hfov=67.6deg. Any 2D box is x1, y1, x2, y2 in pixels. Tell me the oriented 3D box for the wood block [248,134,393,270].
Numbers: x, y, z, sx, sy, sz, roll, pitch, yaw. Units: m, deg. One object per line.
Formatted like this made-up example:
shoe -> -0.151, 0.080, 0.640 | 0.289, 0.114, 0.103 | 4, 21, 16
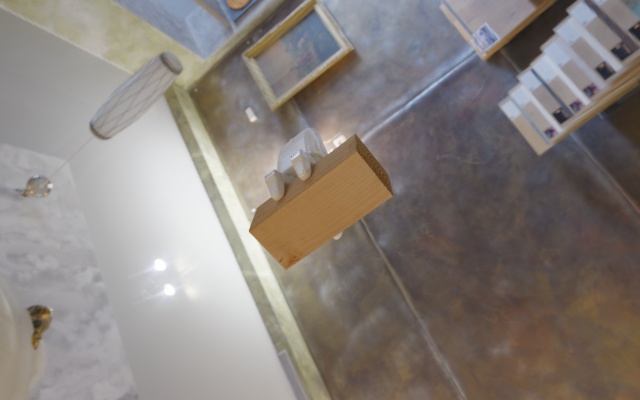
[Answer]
wood block -> 0.000, 0.003, 0.742 | 0.206, 0.091, 0.090 | -36, 19, 17
